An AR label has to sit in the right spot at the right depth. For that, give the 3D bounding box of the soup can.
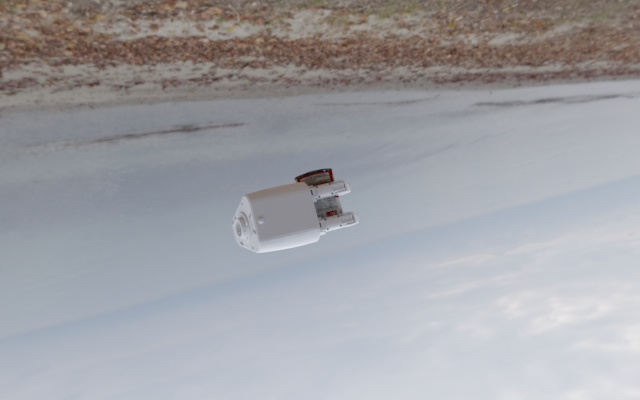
[{"bbox_3d":[0.001,0.003,0.822,0.068,0.102,0.068,-15,-6,-2],"label":"soup can"}]
